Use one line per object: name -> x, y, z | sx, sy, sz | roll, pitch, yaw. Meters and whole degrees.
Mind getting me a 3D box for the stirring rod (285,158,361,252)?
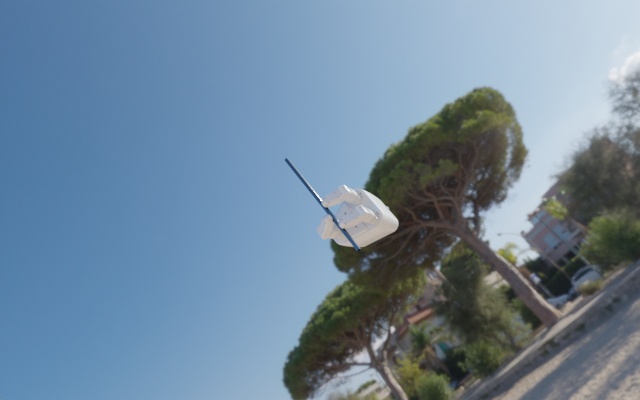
stirring rod -> 0.000, 0.003, 0.893 | 0.011, 0.239, 0.011 | -30, -27, -17
